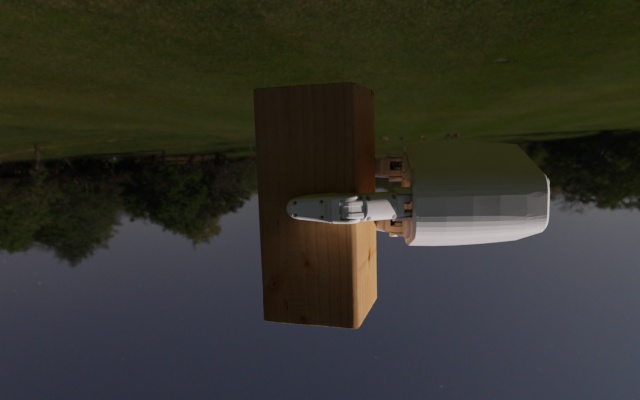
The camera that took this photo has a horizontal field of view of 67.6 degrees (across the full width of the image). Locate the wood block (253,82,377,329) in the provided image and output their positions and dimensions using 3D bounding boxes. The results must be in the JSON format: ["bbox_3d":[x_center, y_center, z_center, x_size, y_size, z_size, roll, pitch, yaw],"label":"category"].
[{"bbox_3d":[0.000,0.002,0.444,0.090,0.206,0.091,0,7,18],"label":"wood block"}]
